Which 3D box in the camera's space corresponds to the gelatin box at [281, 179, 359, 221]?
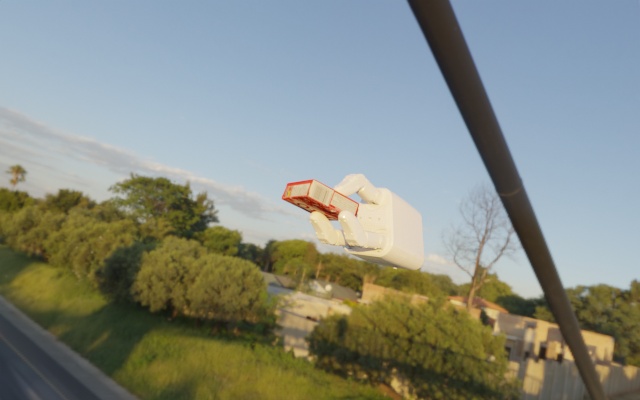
[{"bbox_3d":[0.000,0.002,0.691,0.089,0.030,0.073,28,-17,-30],"label":"gelatin box"}]
